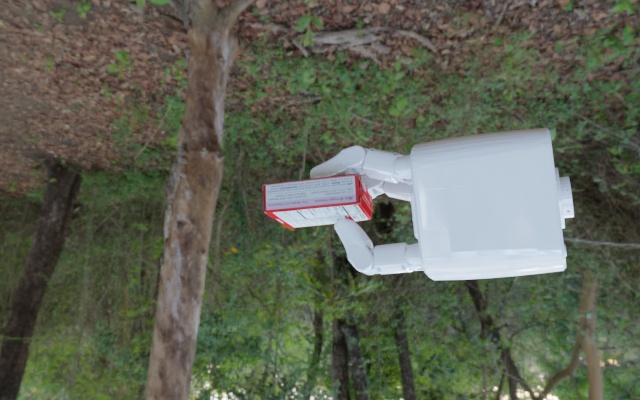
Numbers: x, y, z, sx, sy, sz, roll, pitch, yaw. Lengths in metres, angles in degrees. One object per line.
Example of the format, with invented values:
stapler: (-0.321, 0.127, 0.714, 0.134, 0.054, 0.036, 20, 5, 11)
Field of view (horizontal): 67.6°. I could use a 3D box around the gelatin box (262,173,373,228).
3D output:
gelatin box: (0.000, 0.002, 0.444, 0.089, 0.030, 0.073, -7, -15, 12)
